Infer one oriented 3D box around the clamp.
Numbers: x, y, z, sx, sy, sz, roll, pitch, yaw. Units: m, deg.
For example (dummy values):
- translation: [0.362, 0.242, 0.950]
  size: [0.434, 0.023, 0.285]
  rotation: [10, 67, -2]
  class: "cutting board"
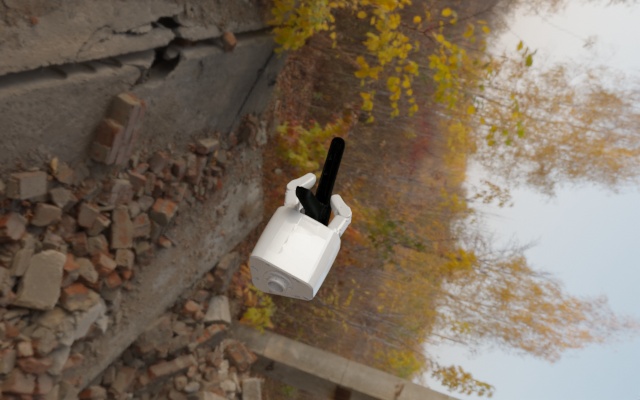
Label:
- translation: [0.001, 0.003, 0.829]
  size: [0.036, 0.210, 0.164]
  rotation: [19, 49, 15]
  class: "clamp"
